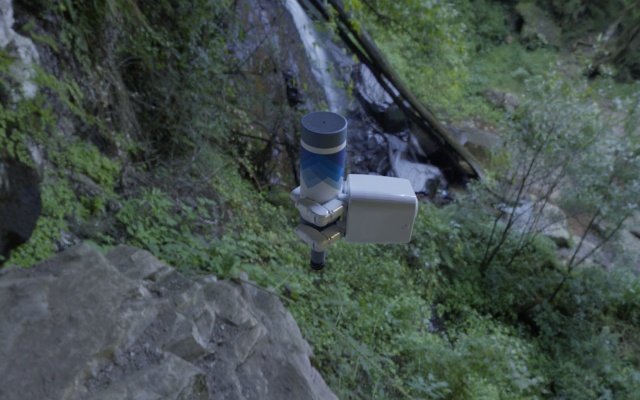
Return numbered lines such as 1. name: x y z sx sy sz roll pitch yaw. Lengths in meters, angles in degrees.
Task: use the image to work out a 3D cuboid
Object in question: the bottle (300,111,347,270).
1. bottle: 0.000 0.002 0.772 0.069 0.296 0.069 2 39 -1
